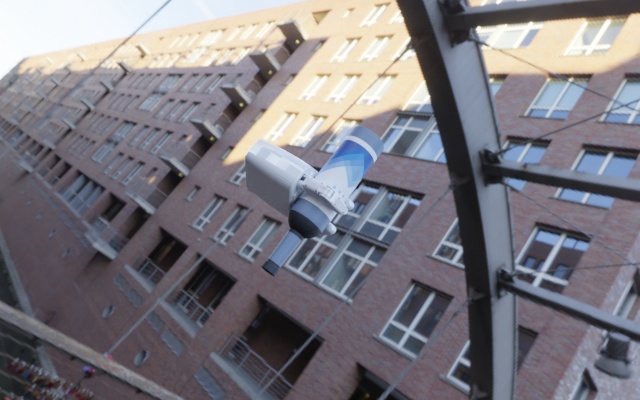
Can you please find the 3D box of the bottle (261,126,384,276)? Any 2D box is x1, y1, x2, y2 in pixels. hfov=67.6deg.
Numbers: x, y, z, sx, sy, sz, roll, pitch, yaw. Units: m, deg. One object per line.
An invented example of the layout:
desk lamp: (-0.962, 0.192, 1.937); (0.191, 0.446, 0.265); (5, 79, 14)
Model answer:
bottle: (0.000, 0.003, 0.813); (0.069, 0.295, 0.069); (34, -16, 11)
